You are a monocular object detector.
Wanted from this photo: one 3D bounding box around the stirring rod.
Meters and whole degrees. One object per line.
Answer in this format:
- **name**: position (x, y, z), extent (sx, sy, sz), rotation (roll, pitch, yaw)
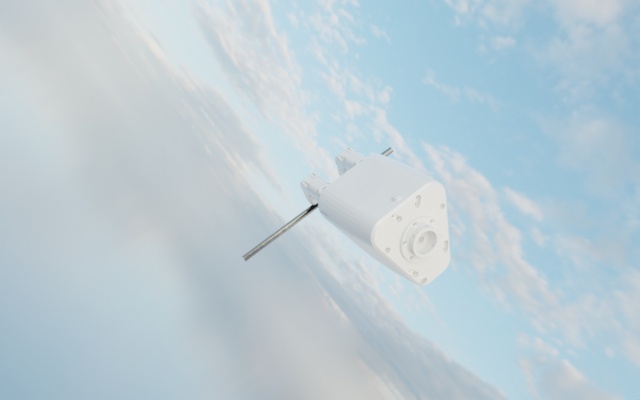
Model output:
- **stirring rod**: position (0.000, 0.002, 0.612), extent (0.239, 0.011, 0.011), rotation (-37, 9, -12)
